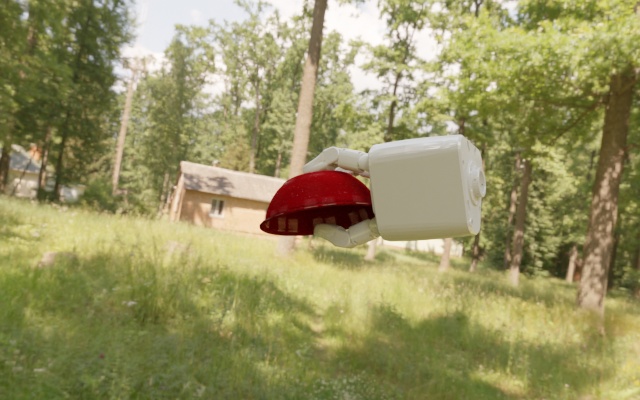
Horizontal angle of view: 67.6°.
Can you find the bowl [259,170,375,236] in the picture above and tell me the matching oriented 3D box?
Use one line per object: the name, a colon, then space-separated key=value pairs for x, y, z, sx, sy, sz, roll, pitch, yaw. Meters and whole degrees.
bowl: x=-0.001 y=0.002 z=0.613 sx=0.162 sy=0.055 sz=0.162 roll=-8 pitch=-15 yaw=-2
